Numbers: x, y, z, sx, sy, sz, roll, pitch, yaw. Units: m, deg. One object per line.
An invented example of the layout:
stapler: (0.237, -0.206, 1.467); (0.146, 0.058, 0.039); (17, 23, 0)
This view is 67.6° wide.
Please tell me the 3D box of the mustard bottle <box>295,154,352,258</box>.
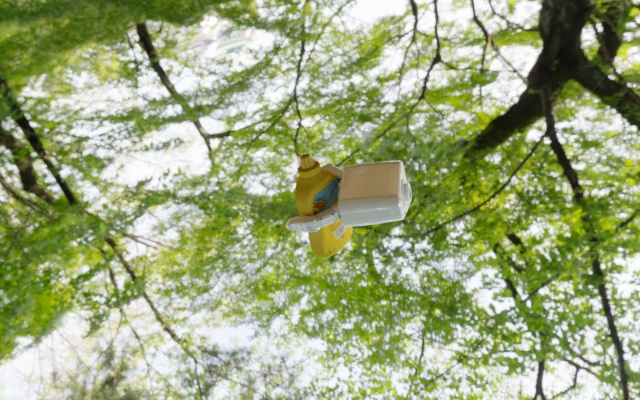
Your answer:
mustard bottle: (0.000, 0.003, 0.864); (0.058, 0.192, 0.096); (10, 40, 40)
